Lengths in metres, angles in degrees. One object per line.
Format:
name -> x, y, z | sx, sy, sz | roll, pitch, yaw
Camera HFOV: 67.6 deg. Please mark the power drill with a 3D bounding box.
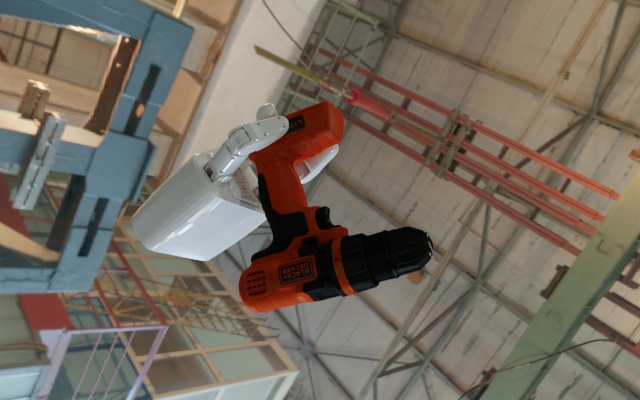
power drill -> 0.000, 0.001, 0.458 | 0.184, 0.187, 0.057 | -17, -26, 16
